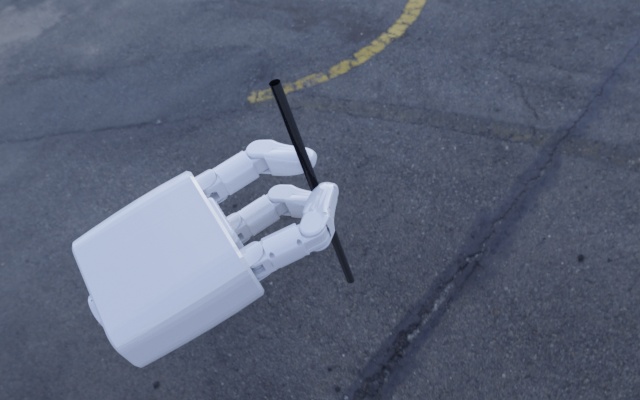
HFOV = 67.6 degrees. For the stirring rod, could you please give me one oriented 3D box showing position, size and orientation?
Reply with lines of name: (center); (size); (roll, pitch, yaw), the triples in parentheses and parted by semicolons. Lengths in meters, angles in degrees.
stirring rod: (0.000, 0.001, 0.403); (0.011, 0.011, 0.240); (0, -42, 20)
